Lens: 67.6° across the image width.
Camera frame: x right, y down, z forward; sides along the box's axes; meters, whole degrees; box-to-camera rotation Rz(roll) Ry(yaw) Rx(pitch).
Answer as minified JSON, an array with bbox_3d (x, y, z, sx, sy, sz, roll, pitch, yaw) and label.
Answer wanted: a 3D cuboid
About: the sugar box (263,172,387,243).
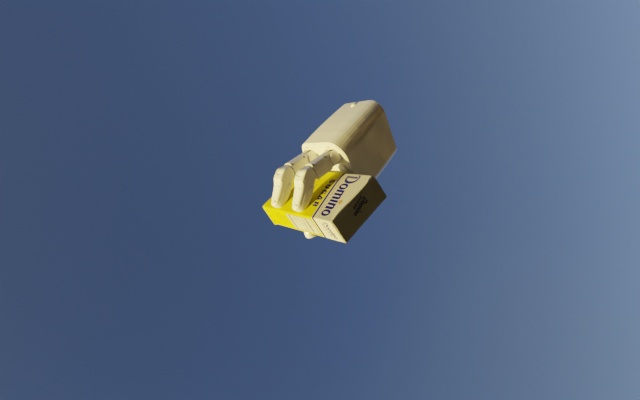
[{"bbox_3d":[0.000,0.002,0.682,0.093,0.048,0.176,-47,27,-23],"label":"sugar box"}]
